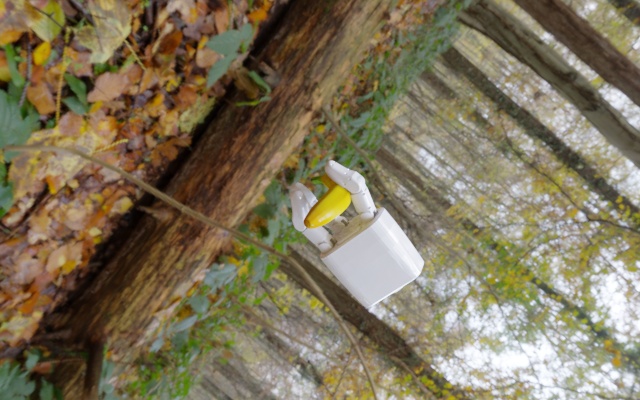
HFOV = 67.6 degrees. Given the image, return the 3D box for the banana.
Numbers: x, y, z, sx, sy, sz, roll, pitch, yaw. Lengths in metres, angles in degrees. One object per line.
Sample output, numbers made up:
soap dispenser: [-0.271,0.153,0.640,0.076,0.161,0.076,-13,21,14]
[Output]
banana: [0.017,-0.007,0.695,0.069,0.037,0.197,-26,15,11]
